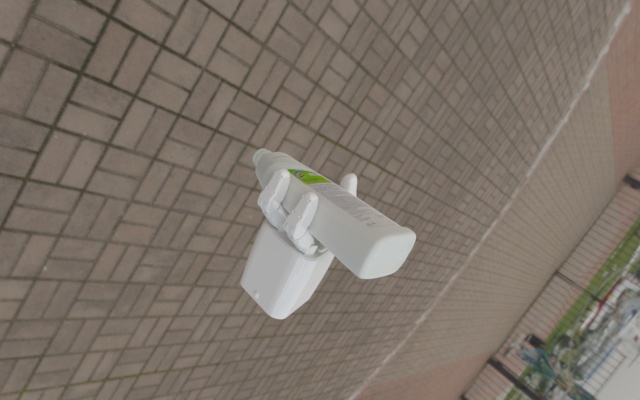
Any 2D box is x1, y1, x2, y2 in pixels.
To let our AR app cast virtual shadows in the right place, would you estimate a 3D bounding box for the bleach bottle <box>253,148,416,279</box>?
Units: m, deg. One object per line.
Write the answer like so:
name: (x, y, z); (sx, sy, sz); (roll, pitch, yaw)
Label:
bleach bottle: (0.000, 0.002, 0.637); (0.250, 0.068, 0.102); (39, 23, 32)
